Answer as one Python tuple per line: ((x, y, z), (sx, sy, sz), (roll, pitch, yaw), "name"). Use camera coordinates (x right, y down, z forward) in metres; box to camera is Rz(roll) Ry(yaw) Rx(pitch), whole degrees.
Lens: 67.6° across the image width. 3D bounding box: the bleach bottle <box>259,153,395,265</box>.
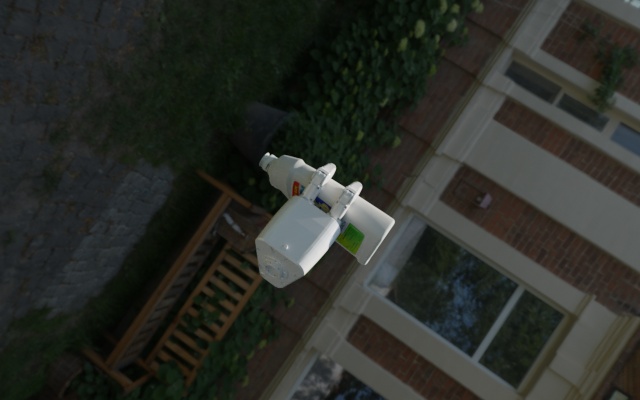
((0.000, 0.003, 0.831), (0.251, 0.068, 0.103), (34, -38, 9), "bleach bottle")
